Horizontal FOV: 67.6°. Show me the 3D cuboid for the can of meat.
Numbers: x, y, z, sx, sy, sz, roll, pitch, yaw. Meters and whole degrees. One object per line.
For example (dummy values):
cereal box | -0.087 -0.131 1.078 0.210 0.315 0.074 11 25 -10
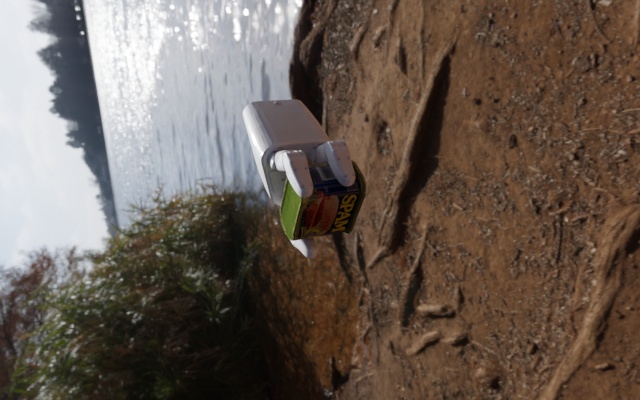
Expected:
can of meat | 0.000 0.002 0.599 0.084 0.057 0.102 -8 -40 -23
